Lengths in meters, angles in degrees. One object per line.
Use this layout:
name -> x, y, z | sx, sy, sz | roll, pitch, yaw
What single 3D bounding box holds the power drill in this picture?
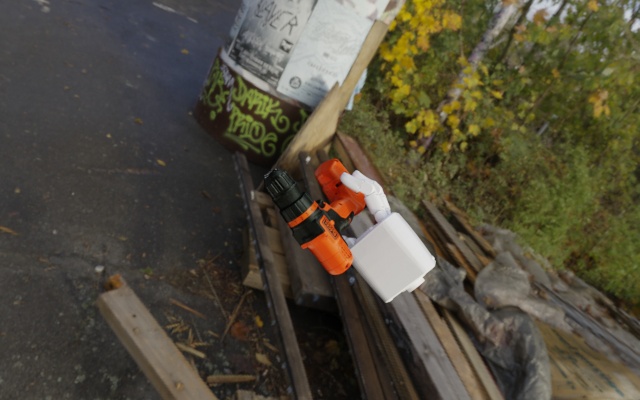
power drill -> 0.000, 0.002, 0.756 | 0.057, 0.184, 0.187 | -29, 13, 30
